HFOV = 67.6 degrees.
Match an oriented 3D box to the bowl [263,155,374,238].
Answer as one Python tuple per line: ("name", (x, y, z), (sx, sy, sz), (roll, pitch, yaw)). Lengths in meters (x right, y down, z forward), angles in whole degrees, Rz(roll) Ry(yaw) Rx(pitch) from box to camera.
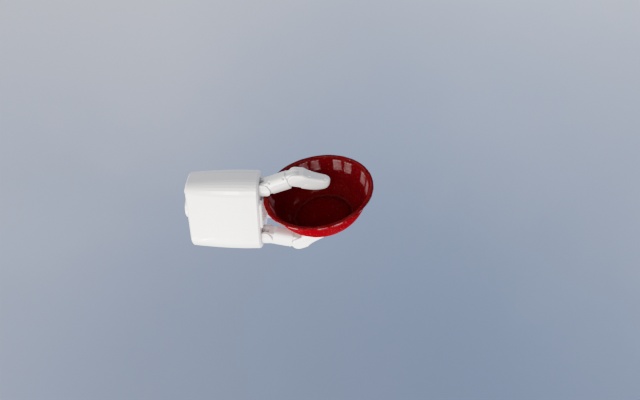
("bowl", (0.001, 0.003, 0.705), (0.162, 0.055, 0.162), (-7, 42, 7))
